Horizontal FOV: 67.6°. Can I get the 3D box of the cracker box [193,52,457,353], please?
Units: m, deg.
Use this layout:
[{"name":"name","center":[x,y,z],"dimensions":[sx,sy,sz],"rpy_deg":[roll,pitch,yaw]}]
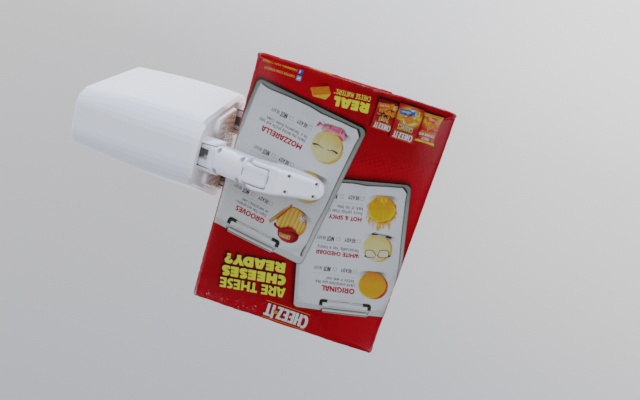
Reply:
[{"name":"cracker box","center":[0.000,0.001,0.419],"dimensions":[0.164,0.214,0.072],"rpy_deg":[18,12,3]}]
